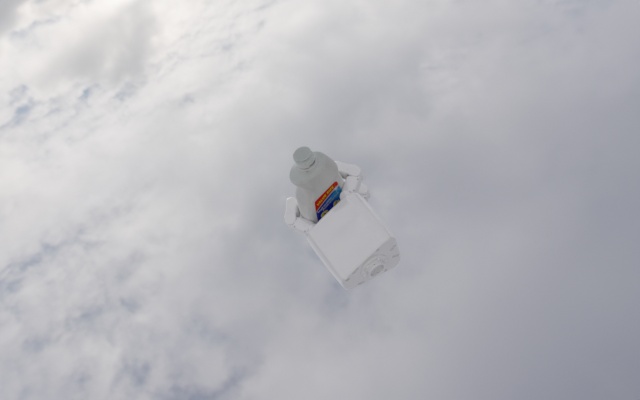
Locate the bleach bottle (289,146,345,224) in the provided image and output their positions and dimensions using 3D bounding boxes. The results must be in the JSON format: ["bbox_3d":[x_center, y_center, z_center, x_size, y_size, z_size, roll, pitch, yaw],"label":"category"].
[{"bbox_3d":[0.000,0.003,0.810,0.102,0.068,0.251,-35,-37,-6],"label":"bleach bottle"}]
